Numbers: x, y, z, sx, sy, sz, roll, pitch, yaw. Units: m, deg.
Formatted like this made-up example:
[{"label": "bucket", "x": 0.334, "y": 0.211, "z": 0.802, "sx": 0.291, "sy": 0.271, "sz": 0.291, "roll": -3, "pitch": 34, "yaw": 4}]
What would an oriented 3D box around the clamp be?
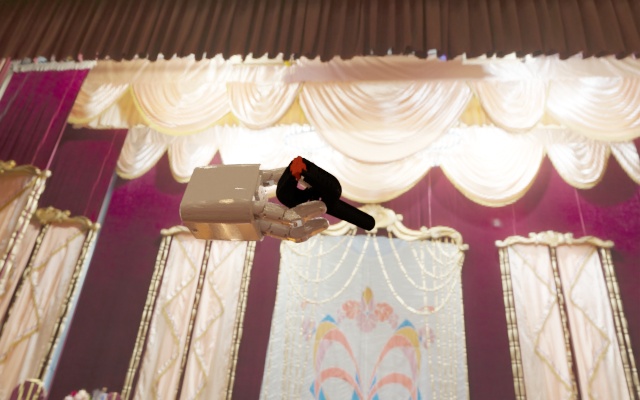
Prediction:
[{"label": "clamp", "x": 0.000, "y": 0.001, "z": 0.707, "sx": 0.164, "sy": 0.036, "sz": 0.210, "roll": -3, "pitch": -29, "yaw": 4}]
